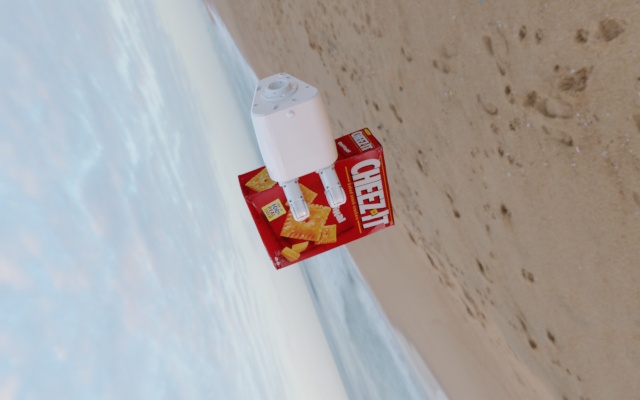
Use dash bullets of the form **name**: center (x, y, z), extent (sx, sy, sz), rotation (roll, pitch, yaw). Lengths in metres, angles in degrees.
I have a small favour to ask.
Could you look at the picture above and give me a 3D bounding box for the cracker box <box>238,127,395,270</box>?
- **cracker box**: center (0.000, 0.002, 0.747), extent (0.213, 0.164, 0.072), rotation (-20, 40, -5)
